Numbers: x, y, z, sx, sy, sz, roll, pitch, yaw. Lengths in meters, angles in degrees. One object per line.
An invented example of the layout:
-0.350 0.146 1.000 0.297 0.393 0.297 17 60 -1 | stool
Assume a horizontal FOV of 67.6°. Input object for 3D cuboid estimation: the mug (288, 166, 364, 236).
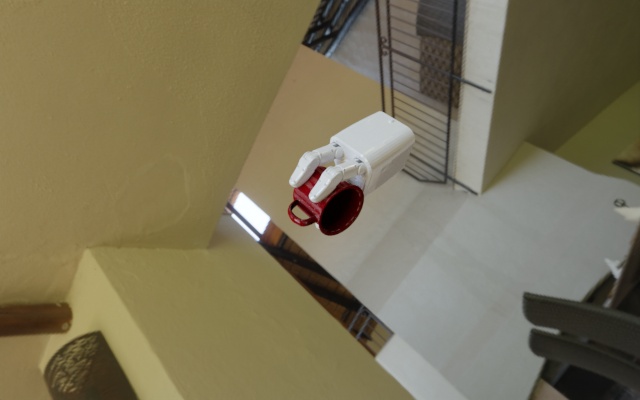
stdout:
-0.001 0.003 0.767 0.117 0.093 0.081 -32 49 -23 | mug
